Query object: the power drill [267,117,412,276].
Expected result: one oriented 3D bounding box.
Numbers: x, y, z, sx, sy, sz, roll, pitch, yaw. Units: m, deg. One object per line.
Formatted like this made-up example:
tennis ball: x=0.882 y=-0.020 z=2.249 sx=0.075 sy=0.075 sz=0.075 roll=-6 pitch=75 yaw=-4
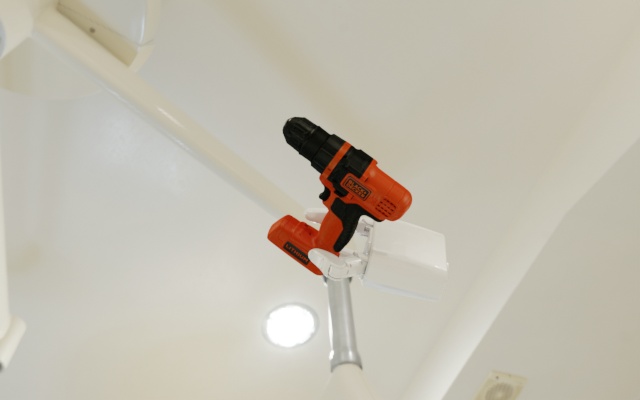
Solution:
power drill: x=0.000 y=0.002 z=0.629 sx=0.184 sy=0.188 sz=0.057 roll=37 pitch=40 yaw=2
